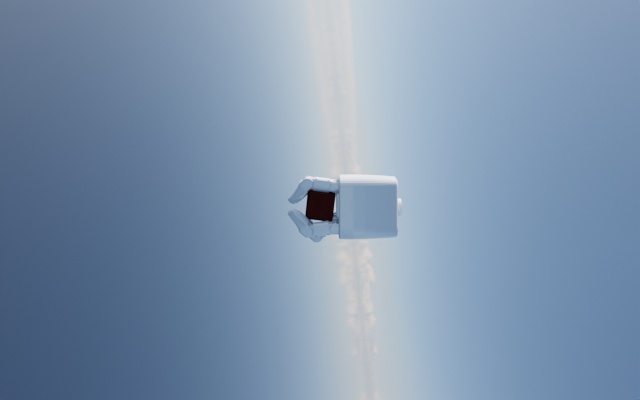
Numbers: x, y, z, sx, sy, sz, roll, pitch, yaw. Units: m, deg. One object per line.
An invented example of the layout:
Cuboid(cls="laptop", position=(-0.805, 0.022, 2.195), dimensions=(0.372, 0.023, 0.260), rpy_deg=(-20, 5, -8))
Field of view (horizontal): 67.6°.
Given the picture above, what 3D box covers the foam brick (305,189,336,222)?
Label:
Cuboid(cls="foam brick", position=(0.000, 0.003, 0.895), dimensions=(0.051, 0.053, 0.078), rpy_deg=(6, 16, -1))
